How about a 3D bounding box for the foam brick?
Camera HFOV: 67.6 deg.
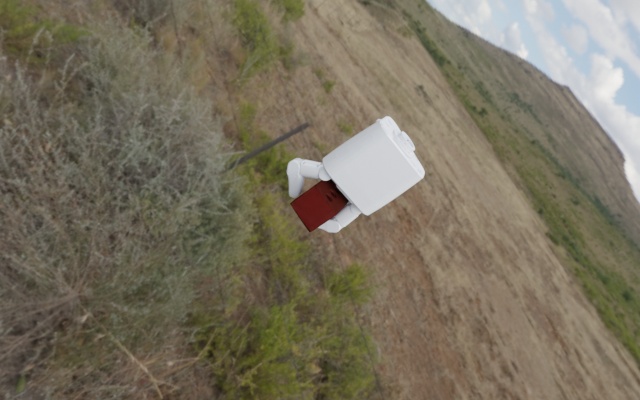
[{"bbox_3d":[0.000,0.003,0.710,0.051,0.053,0.078,-34,4,23],"label":"foam brick"}]
